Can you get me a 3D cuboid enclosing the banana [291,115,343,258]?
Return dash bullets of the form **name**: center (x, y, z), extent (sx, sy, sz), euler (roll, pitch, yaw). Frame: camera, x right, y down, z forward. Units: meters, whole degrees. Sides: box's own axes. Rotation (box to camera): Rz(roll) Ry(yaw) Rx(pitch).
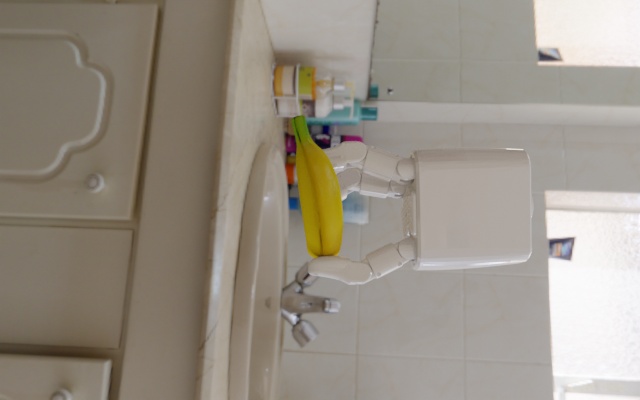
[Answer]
- **banana**: center (0.001, 0.014, 0.451), extent (0.037, 0.069, 0.198), euler (-6, -39, -1)
